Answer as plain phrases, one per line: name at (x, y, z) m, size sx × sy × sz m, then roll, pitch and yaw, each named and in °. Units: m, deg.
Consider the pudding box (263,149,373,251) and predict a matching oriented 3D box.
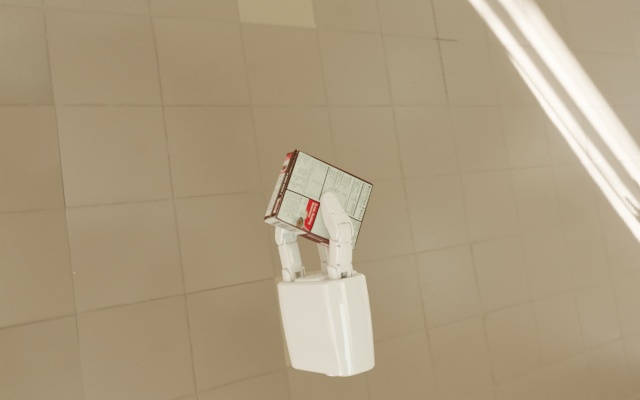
pudding box at (0.000, 0.002, 0.574) m, size 0.113 × 0.090 × 0.039 m, roll 24°, pitch -16°, yaw -23°
